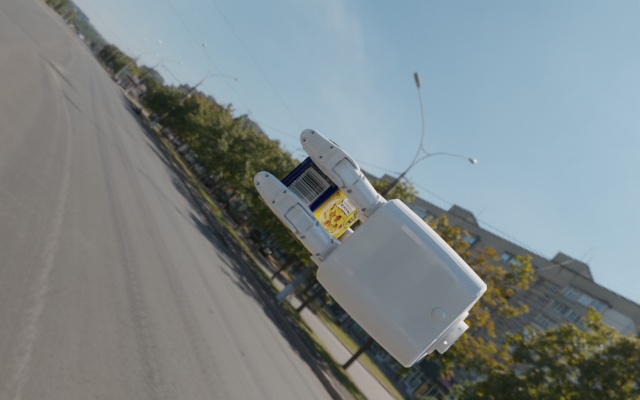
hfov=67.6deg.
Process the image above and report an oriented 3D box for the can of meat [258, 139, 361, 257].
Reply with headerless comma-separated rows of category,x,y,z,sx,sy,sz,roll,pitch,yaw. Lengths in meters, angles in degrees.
can of meat,0.000,0.001,0.458,0.057,0.084,0.102,45,-7,26
